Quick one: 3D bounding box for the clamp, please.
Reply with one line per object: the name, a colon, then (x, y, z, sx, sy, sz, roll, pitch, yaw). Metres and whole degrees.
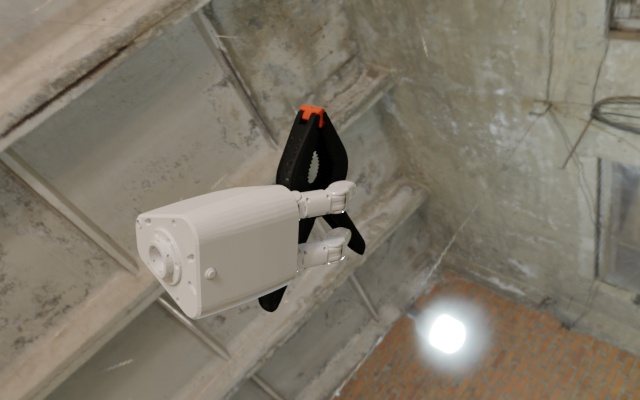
clamp: (-0.001, 0.001, 0.518, 0.036, 0.210, 0.164, 20, 26, 38)
